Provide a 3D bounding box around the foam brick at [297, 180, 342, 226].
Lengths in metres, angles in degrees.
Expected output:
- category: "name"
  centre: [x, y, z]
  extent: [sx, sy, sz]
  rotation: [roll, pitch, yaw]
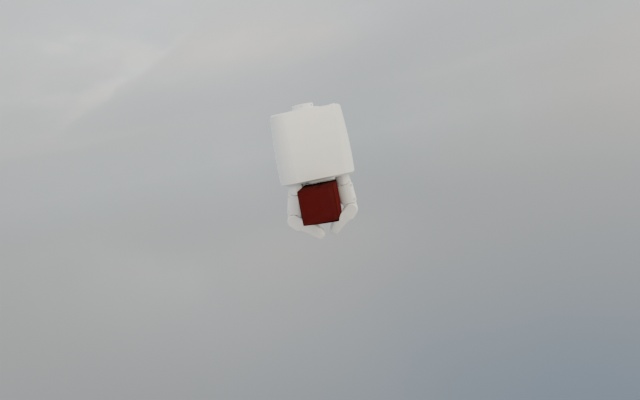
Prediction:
- category: "foam brick"
  centre: [0.000, 0.002, 0.694]
  extent: [0.053, 0.051, 0.078]
  rotation: [-9, 8, 6]
